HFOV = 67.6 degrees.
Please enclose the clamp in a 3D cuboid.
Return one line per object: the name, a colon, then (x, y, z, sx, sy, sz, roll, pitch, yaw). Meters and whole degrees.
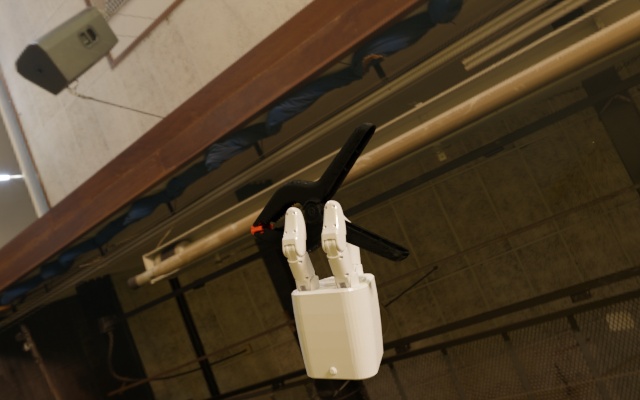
clamp: (0.000, 0.002, 0.595, 0.210, 0.164, 0.036, -10, -5, 30)
